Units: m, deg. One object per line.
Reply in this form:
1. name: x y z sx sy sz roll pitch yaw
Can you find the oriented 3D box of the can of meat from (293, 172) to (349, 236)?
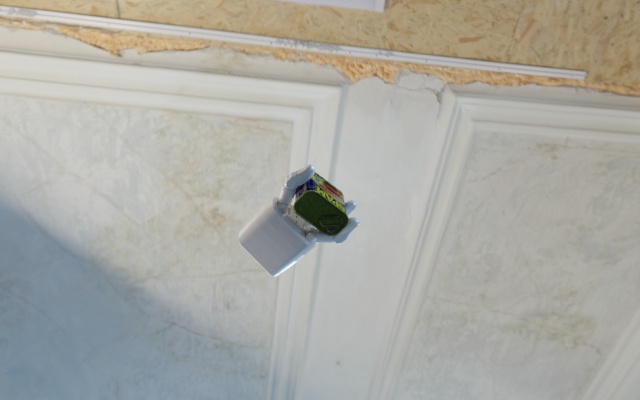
1. can of meat: 0.000 0.003 0.866 0.102 0.057 0.084 37 23 -22
